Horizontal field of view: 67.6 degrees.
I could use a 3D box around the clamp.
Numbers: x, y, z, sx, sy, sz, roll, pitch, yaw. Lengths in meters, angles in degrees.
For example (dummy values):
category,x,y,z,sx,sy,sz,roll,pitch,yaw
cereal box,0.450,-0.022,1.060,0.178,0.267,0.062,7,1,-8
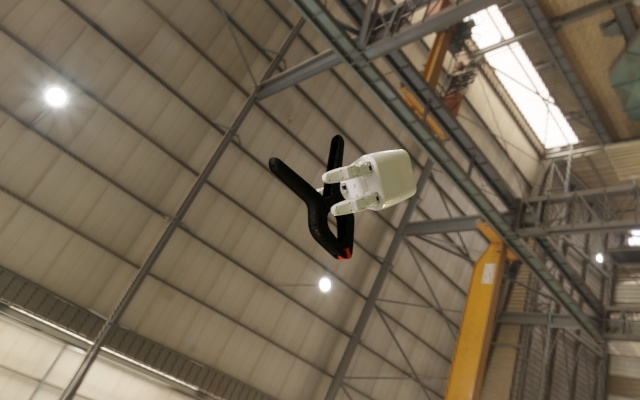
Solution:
category,x,y,z,sx,sy,sz,roll,pitch,yaw
clamp,0.000,0.003,0.790,0.164,0.210,0.036,-16,4,-41
